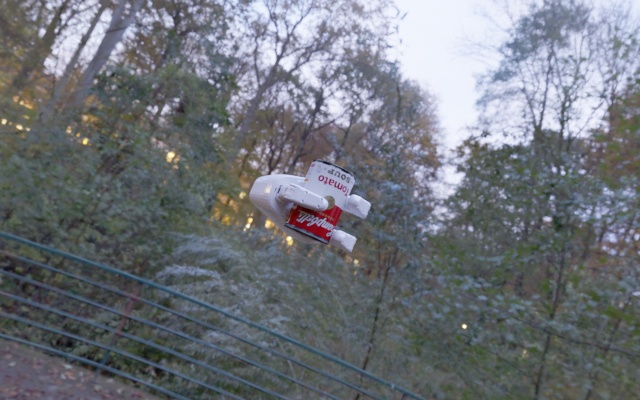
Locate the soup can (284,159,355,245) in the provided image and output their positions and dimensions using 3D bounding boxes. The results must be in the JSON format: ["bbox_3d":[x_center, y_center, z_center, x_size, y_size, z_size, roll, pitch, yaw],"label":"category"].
[{"bbox_3d":[0.000,0.002,0.670,0.068,0.102,0.068,23,-8,3],"label":"soup can"}]
